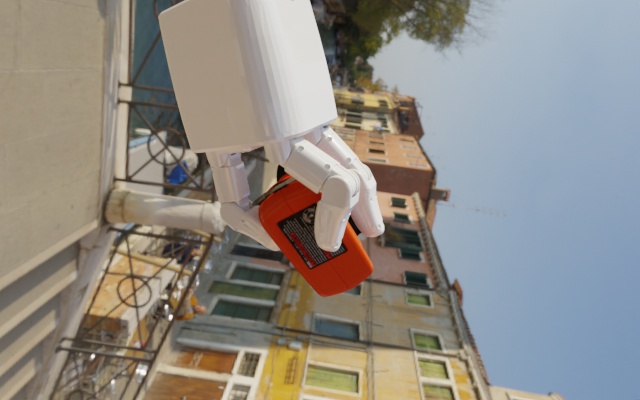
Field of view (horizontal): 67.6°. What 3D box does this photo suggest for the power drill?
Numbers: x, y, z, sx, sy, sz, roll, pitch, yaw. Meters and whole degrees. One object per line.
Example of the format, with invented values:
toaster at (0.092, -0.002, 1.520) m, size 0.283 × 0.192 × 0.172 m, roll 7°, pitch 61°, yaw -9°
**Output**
power drill at (0.000, 0.001, 0.451) m, size 0.057 × 0.184 × 0.187 m, roll -31°, pitch 26°, yaw 11°
